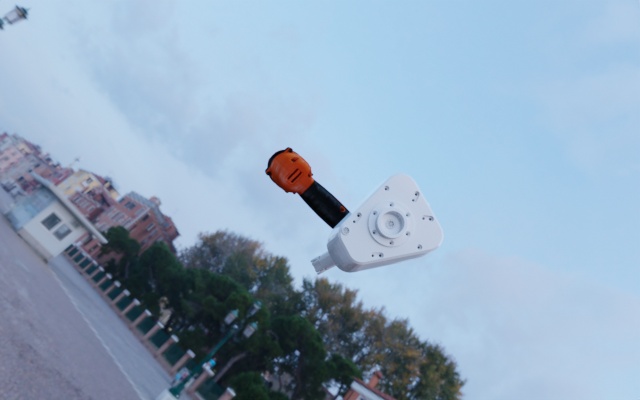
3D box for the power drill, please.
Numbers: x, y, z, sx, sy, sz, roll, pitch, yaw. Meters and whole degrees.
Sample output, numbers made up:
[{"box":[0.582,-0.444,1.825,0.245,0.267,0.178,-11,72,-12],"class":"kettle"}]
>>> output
[{"box":[0.001,0.003,0.674,0.188,0.057,0.184,42,2,-13],"class":"power drill"}]
